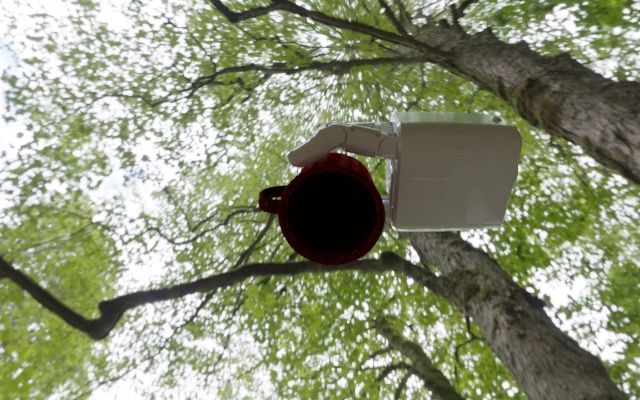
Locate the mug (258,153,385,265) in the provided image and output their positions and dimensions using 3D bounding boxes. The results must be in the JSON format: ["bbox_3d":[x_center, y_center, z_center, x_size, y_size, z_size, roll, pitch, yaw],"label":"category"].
[{"bbox_3d":[-0.001,0.001,0.451,0.117,0.093,0.081,2,18,4],"label":"mug"}]
